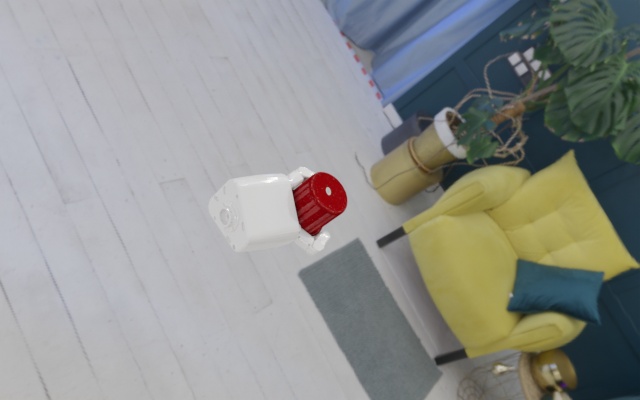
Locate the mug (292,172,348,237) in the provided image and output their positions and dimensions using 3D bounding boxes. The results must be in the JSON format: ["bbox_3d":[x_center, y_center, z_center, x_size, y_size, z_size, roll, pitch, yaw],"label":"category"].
[{"bbox_3d":[0.001,0.003,0.826,0.117,0.093,0.081,-9,-21,-46],"label":"mug"}]
